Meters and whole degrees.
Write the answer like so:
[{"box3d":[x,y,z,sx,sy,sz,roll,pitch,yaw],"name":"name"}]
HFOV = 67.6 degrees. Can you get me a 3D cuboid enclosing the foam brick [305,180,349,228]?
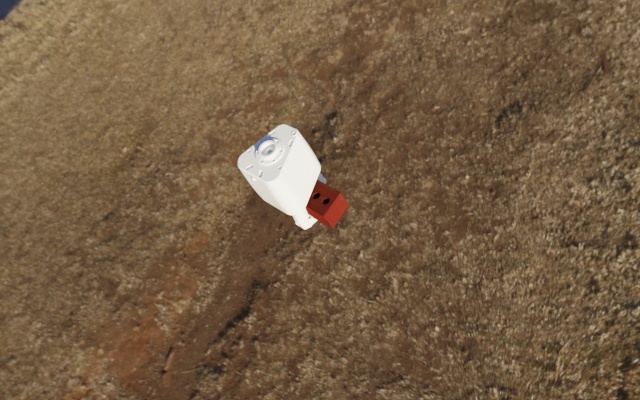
[{"box3d":[0.000,0.003,0.837,0.078,0.053,0.051,29,-16,31],"name":"foam brick"}]
